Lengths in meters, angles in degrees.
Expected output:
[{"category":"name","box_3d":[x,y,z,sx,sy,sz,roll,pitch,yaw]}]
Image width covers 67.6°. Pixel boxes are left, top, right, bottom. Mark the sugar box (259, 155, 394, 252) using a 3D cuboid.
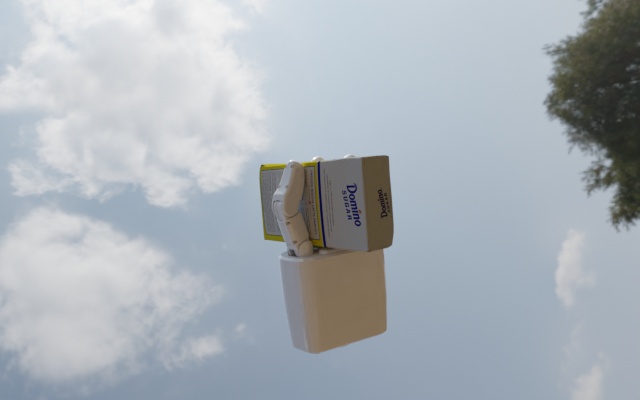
[{"category":"sugar box","box_3d":[0.000,0.002,0.523,0.048,0.093,0.176,-8,7,-43]}]
